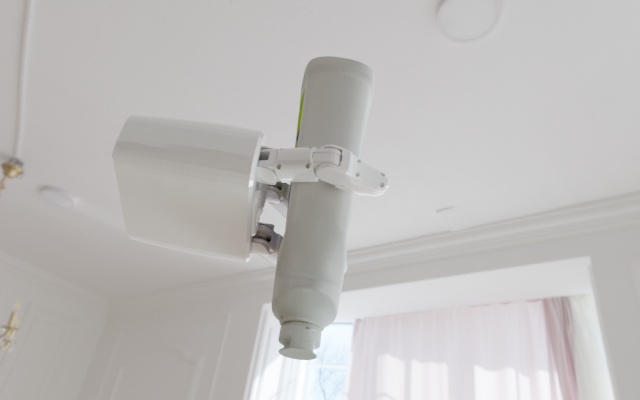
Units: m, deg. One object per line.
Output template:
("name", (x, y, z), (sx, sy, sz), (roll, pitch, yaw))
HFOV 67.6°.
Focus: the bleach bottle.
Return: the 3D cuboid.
("bleach bottle", (0.000, 0.001, 0.400), (0.068, 0.250, 0.103), (9, -33, 0))
